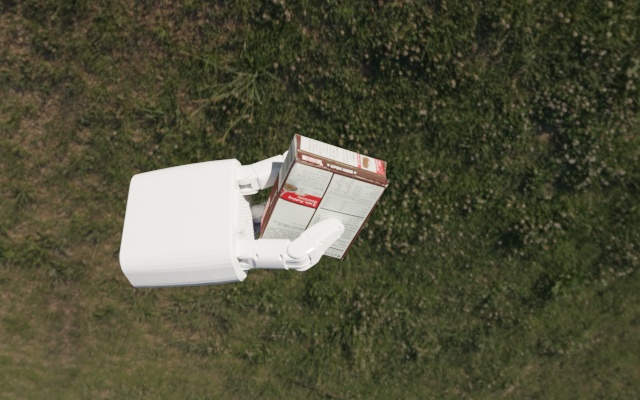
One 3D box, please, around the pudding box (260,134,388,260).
[{"bbox_3d":[0.000,0.002,0.453,0.090,0.039,0.114,15,-47,-14],"label":"pudding box"}]
